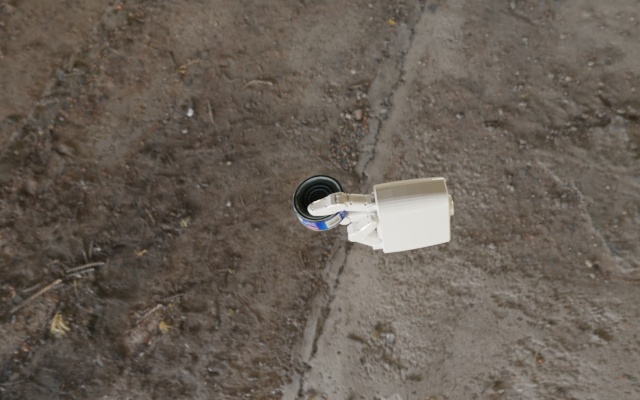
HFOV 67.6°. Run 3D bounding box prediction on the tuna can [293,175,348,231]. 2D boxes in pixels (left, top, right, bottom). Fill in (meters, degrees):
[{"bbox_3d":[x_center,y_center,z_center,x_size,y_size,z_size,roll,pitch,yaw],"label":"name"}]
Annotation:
[{"bbox_3d":[0.000,0.002,0.752,0.086,0.086,0.034,0,-27,15],"label":"tuna can"}]
